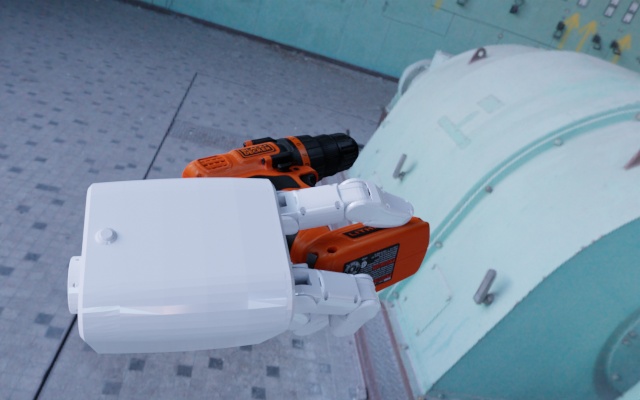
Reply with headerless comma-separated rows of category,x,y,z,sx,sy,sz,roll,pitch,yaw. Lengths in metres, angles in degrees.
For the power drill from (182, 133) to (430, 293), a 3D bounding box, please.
power drill,0.000,0.002,0.407,0.184,0.057,0.187,-18,38,-31
